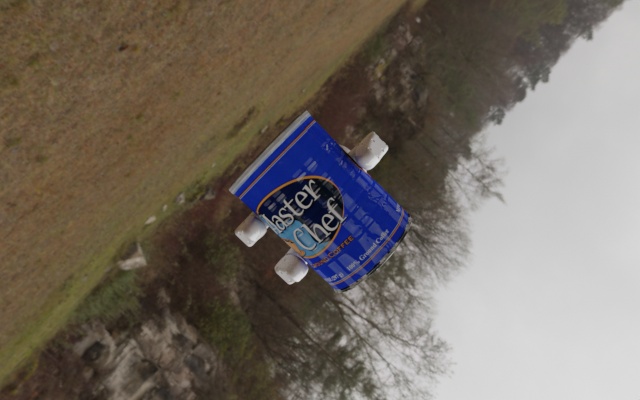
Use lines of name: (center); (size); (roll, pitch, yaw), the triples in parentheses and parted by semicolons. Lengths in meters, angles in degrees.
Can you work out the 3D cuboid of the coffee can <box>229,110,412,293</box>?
coffee can: (0.000, 0.001, 0.448); (0.140, 0.103, 0.103); (44, -6, -7)
